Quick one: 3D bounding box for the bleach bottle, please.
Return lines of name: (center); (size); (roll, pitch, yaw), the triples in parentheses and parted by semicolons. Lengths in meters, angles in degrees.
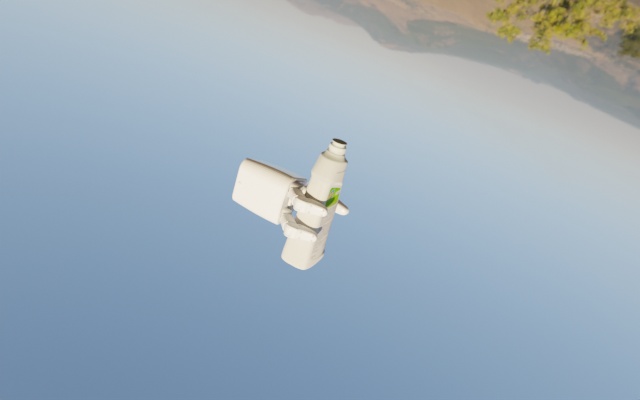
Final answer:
bleach bottle: (0.000, 0.003, 0.895); (0.068, 0.251, 0.102); (26, 25, 16)
